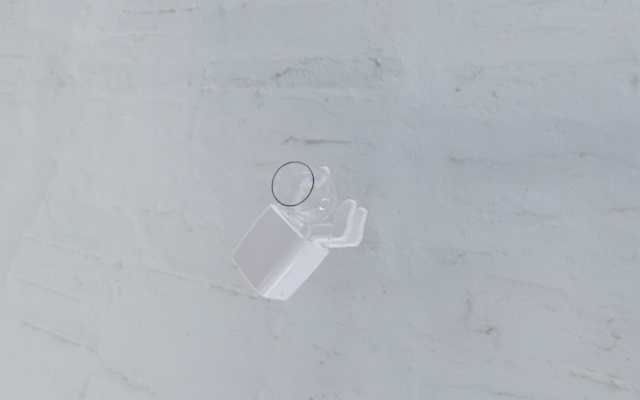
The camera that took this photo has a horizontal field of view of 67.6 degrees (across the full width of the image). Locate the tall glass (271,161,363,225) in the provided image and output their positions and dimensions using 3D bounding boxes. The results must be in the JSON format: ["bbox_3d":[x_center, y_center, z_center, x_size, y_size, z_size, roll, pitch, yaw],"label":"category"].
[{"bbox_3d":[0.000,0.002,0.710,0.079,0.079,0.201,0,-15,22],"label":"tall glass"}]
